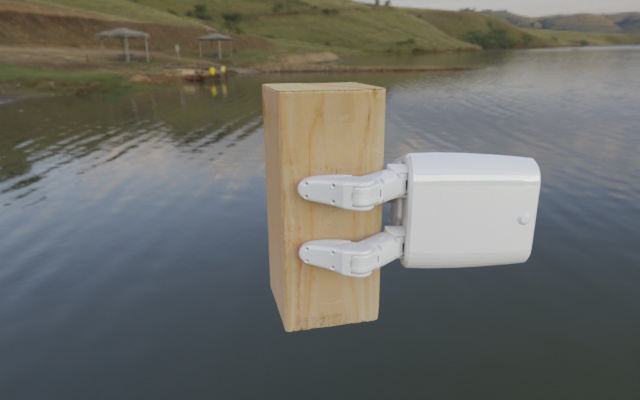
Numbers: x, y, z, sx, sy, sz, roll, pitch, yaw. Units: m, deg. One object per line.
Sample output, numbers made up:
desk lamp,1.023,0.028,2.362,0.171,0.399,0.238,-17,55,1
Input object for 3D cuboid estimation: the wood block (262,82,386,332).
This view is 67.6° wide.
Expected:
wood block,0.000,0.001,0.435,0.090,0.206,0.090,-4,18,-13
